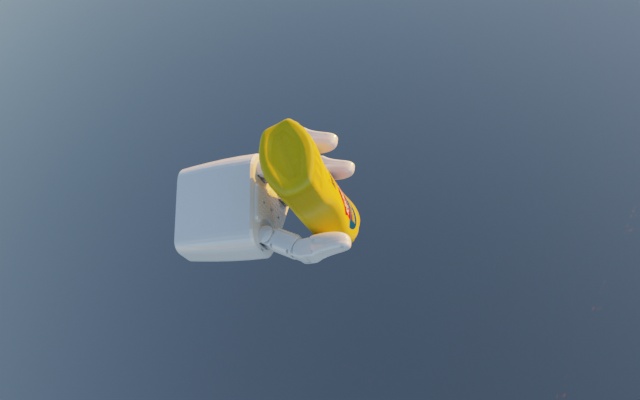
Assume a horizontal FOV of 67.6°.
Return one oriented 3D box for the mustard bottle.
[{"bbox_3d":[0.000,0.002,0.532,0.058,0.096,0.192,-28,-37,6],"label":"mustard bottle"}]
